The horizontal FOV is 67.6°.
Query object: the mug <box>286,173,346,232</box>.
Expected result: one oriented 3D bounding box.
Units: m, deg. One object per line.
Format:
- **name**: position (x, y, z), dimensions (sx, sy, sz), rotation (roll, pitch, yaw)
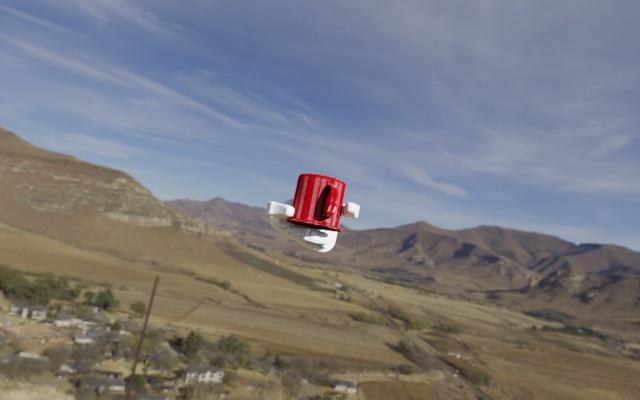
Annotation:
- **mug**: position (0.001, 0.002, 0.774), dimensions (0.093, 0.081, 0.117), rotation (13, -7, -17)
